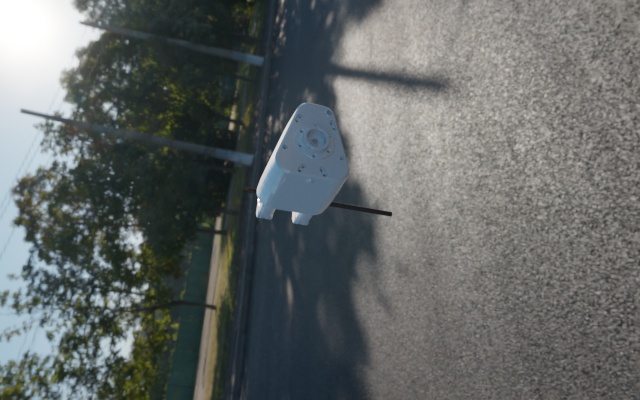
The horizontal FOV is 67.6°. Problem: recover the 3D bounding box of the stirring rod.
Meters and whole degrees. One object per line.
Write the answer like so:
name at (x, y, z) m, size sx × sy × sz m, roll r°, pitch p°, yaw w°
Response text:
stirring rod at (0.000, 0.002, 0.748) m, size 0.239 × 0.011 × 0.011 m, roll 10°, pitch -2°, yaw -14°
